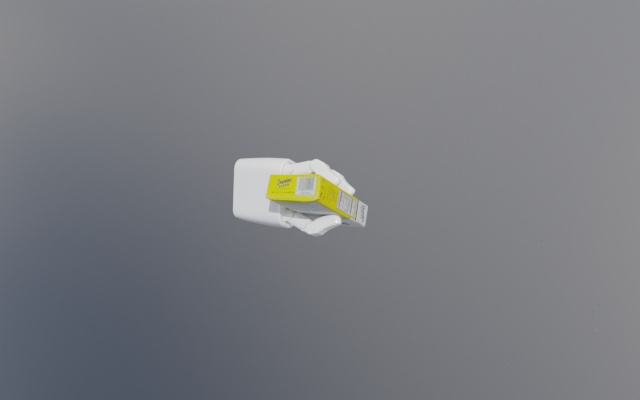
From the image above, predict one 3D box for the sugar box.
[{"bbox_3d":[0.000,0.002,0.780,0.093,0.048,0.176,3,-12,30],"label":"sugar box"}]
